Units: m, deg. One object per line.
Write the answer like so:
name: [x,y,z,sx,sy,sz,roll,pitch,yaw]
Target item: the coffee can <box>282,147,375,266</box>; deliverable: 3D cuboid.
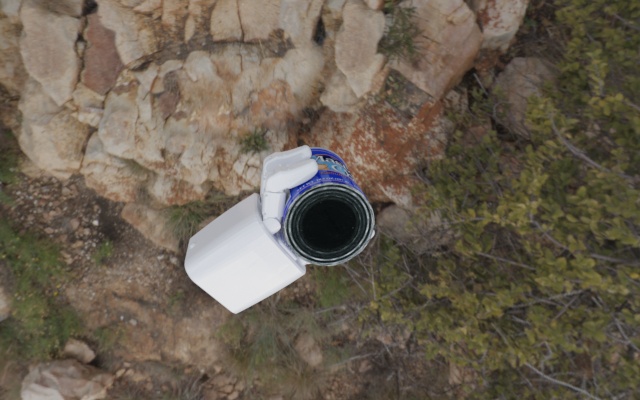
coffee can: [0.000,0.002,0.592,0.103,0.103,0.140,0,22,-9]
